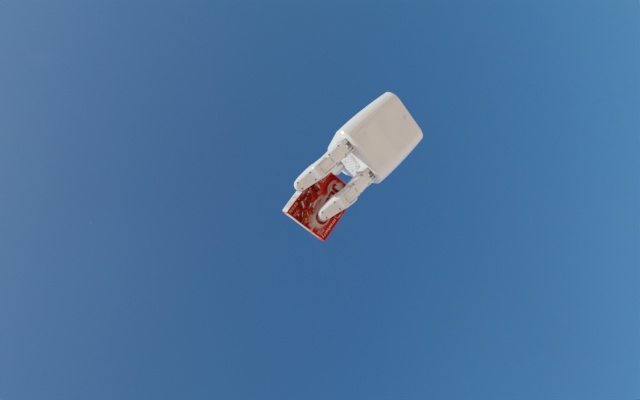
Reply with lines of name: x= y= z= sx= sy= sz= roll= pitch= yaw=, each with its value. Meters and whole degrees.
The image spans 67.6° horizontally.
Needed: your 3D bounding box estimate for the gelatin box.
gelatin box: x=0.000 y=0.003 z=0.703 sx=0.073 sy=0.089 sz=0.030 roll=38 pitch=-8 yaw=-17
